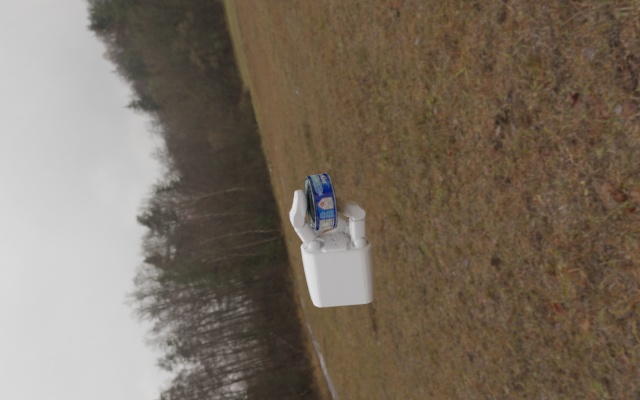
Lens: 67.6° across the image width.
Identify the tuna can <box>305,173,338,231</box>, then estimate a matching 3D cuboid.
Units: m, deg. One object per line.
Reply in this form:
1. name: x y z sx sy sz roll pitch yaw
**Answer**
1. tuna can: 0.000 0.002 0.723 0.034 0.086 0.086 -9 1 -9
